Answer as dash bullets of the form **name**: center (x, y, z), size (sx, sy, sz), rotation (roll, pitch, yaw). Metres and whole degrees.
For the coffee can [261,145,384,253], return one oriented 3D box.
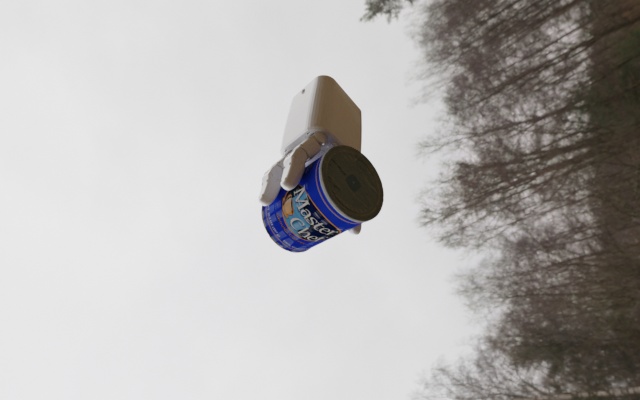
- **coffee can**: center (0.000, 0.002, 0.643), size (0.103, 0.102, 0.140), rotation (0, -21, -41)
